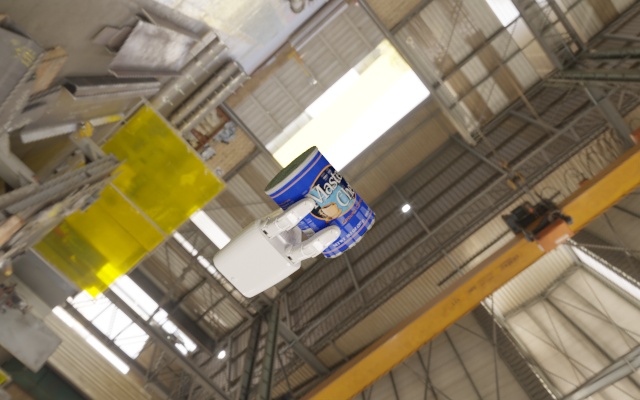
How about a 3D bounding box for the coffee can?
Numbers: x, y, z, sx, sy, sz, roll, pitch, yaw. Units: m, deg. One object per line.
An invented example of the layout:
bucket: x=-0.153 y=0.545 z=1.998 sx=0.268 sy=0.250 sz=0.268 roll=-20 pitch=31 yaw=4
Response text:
coffee can: x=0.000 y=0.002 z=0.720 sx=0.103 sy=0.140 sz=0.102 roll=-39 pitch=13 yaw=11
